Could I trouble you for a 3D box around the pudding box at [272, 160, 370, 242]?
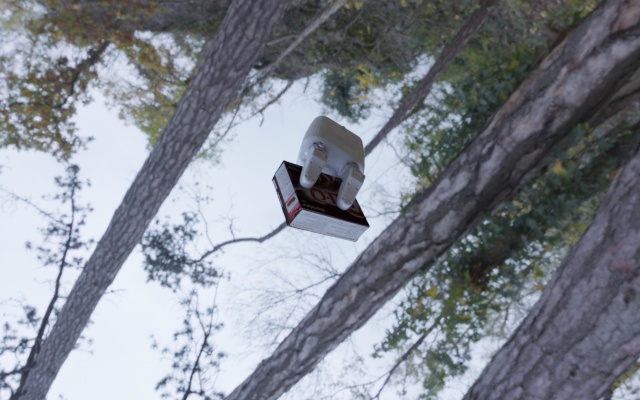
[{"bbox_3d":[0.000,0.002,0.617,0.113,0.039,0.090,14,36,-34],"label":"pudding box"}]
